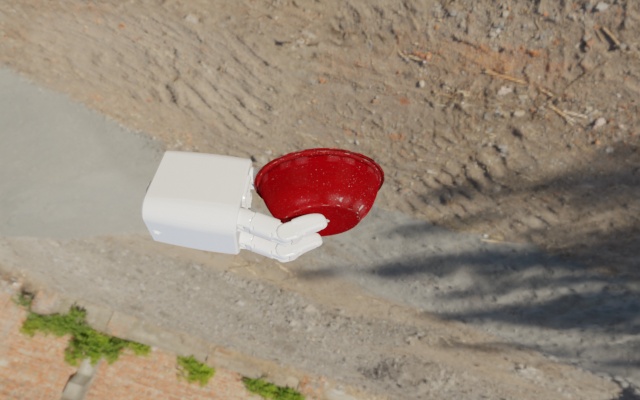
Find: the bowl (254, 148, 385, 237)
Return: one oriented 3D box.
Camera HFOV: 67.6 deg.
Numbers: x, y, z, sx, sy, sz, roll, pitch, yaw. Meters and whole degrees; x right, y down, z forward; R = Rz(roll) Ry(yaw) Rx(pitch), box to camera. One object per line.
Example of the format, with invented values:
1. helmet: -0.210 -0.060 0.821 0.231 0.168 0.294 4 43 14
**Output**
1. bowl: 0.001 0.002 0.581 0.162 0.055 0.162 -3 -27 -2
